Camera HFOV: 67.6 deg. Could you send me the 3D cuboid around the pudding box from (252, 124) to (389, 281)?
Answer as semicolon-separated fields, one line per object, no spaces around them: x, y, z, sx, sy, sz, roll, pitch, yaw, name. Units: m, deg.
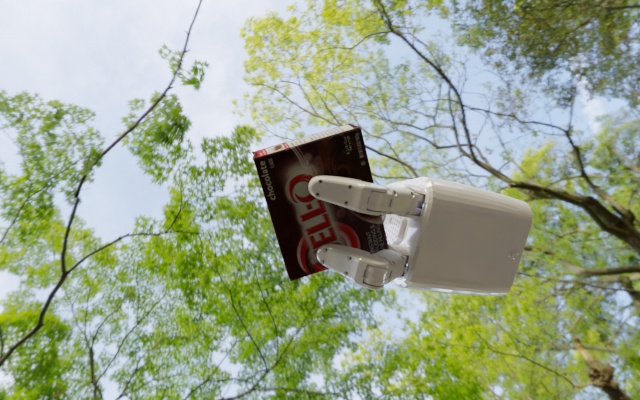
0.000;0.001;0.403;0.090;0.113;0.039;-18;16;-8;pudding box
